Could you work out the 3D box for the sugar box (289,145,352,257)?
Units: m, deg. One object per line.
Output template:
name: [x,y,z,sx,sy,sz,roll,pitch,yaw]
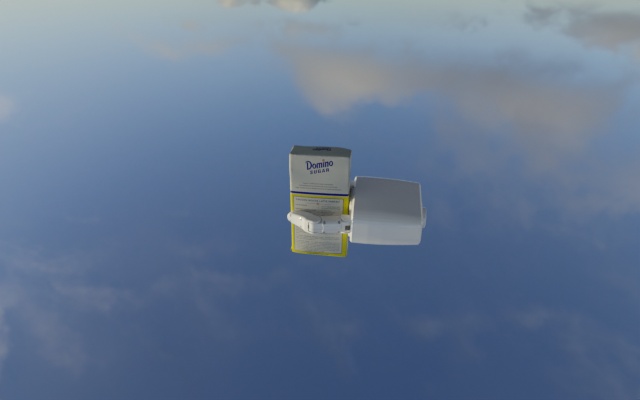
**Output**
sugar box: [0.000,0.002,0.756,0.093,0.176,0.048,4,25,6]
